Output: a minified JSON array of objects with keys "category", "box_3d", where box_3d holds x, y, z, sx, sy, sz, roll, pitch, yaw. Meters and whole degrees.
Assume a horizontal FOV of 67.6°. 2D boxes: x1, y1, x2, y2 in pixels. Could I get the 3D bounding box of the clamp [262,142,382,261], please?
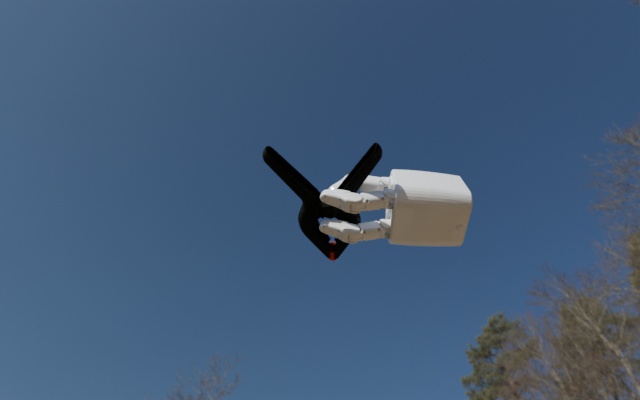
[{"category":"clamp","box_3d":[0.000,0.002,0.706,0.164,0.210,0.036,5,38,6]}]
